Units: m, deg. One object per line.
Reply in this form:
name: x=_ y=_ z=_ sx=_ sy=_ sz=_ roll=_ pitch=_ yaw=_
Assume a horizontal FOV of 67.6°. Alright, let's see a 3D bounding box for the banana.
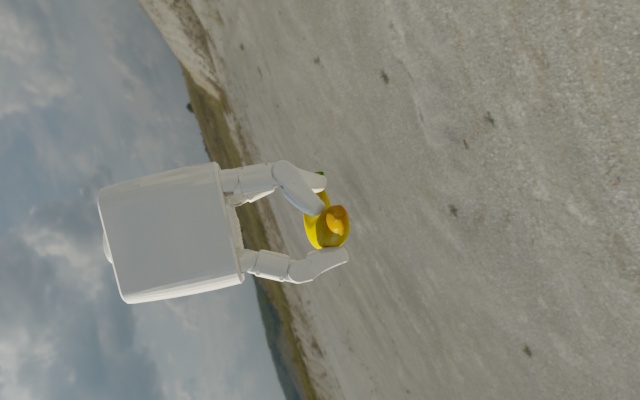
banana: x=0.002 y=0.019 z=0.512 sx=0.037 sy=0.070 sz=0.197 roll=-9 pitch=14 yaw=-6
